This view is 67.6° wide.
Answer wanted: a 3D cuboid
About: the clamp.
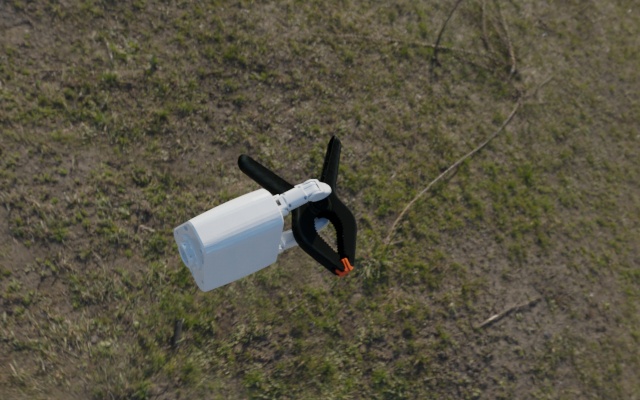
[{"bbox_3d":[0.000,0.002,0.669,0.164,0.210,0.036,-24,-14,-29],"label":"clamp"}]
